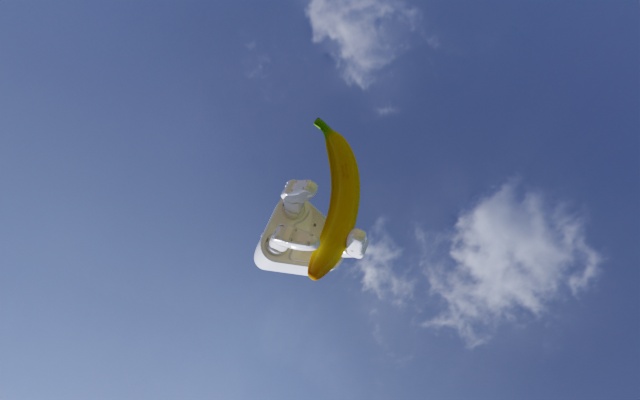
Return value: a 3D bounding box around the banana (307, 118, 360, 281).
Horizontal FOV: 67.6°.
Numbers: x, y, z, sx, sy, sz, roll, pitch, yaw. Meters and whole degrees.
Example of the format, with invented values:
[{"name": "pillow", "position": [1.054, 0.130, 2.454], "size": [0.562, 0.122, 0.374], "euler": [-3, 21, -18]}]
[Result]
[{"name": "banana", "position": [0.017, 0.000, 0.592], "size": [0.069, 0.197, 0.037], "euler": [6, -12, -22]}]
